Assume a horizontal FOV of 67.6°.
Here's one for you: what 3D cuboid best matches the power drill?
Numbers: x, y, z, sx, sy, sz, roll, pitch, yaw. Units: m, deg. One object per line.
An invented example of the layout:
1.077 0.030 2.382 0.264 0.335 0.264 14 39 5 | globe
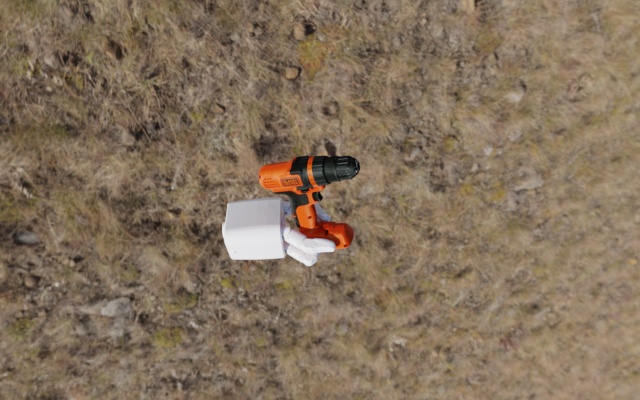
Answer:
0.000 0.003 0.857 0.184 0.188 0.057 -4 36 24 | power drill
